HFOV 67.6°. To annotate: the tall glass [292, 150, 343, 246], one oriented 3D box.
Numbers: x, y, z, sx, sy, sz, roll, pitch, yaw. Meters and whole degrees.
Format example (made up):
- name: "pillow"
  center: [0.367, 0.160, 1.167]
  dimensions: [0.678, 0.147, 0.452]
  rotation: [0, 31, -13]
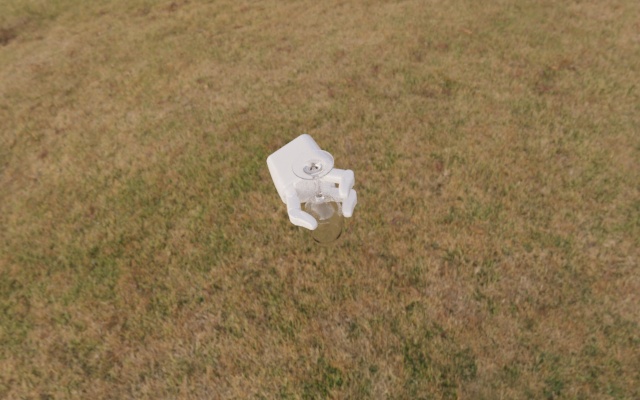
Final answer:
- name: "tall glass"
  center: [0.000, 0.003, 0.898]
  dimensions: [0.079, 0.079, 0.201]
  rotation: [0, -42, 10]
